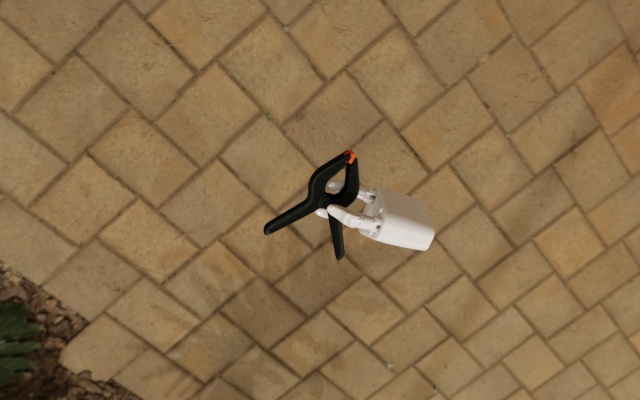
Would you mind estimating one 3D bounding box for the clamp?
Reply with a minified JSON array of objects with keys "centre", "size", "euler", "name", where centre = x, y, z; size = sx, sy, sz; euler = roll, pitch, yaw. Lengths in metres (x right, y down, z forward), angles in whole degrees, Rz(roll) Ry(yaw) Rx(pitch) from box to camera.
[{"centre":[0.001,0.003,0.857],"size":[0.164,0.210,0.036],"euler":[15,19,-19],"name":"clamp"}]
